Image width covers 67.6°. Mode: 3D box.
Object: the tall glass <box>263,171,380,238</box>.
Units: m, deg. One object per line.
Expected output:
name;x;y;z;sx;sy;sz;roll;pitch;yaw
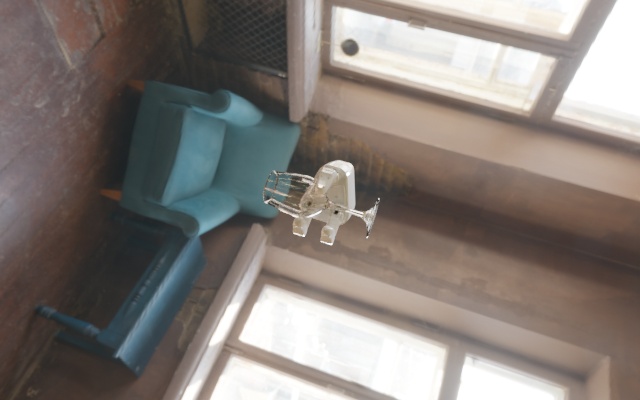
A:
tall glass;0.001;0.003;0.863;0.201;0.079;0.079;17;3;10
